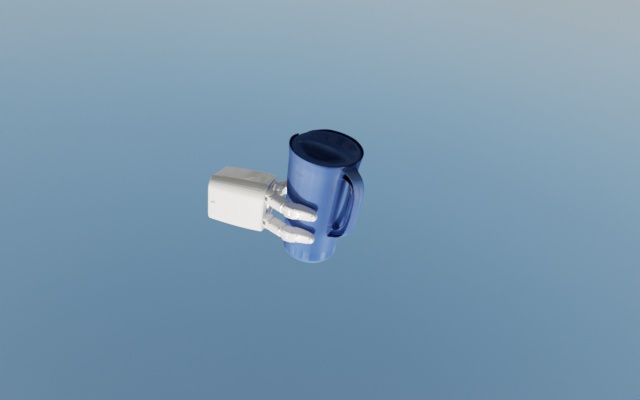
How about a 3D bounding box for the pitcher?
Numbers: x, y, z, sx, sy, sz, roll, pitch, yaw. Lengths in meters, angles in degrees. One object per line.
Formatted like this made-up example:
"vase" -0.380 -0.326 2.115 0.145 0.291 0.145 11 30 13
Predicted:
"pitcher" 0.000 0.003 0.894 0.145 0.243 0.149 11 35 2
